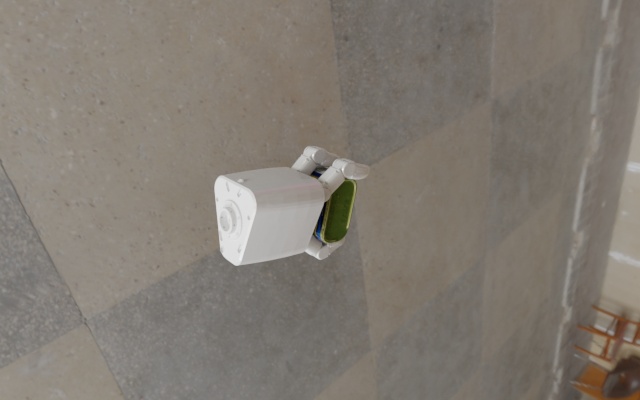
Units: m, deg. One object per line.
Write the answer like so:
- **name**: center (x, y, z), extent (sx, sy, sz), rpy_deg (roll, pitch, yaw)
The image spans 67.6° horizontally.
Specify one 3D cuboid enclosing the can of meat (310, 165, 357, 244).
- **can of meat**: center (0.000, 0.002, 0.688), extent (0.057, 0.102, 0.084), rpy_deg (-4, 20, -42)
